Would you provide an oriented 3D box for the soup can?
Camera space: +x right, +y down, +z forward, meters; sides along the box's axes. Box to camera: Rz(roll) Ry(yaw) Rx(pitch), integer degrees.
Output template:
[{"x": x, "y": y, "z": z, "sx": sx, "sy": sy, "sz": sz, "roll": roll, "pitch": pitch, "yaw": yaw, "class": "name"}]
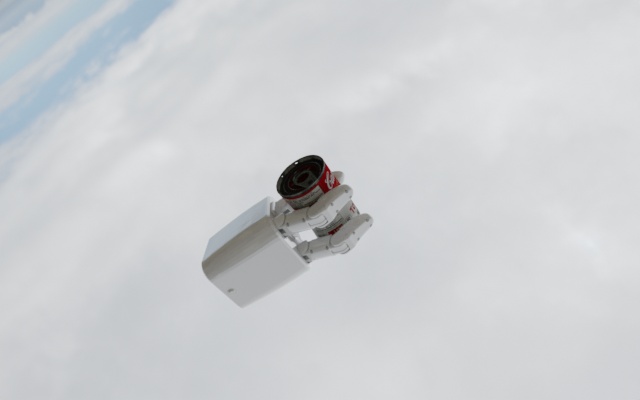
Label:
[{"x": 0.001, "y": 0.002, "z": 0.601, "sx": 0.068, "sy": 0.068, "sz": 0.102, "roll": 0, "pitch": -40, "yaw": 41, "class": "soup can"}]
